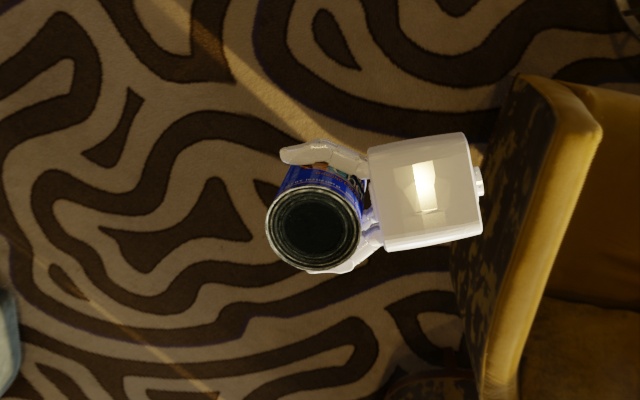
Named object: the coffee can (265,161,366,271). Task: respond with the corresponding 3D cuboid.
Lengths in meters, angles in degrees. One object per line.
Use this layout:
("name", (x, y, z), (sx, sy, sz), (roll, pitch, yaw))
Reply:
("coffee can", (0.000, 0.002, 0.560), (0.103, 0.103, 0.140), (0, 25, 8))
